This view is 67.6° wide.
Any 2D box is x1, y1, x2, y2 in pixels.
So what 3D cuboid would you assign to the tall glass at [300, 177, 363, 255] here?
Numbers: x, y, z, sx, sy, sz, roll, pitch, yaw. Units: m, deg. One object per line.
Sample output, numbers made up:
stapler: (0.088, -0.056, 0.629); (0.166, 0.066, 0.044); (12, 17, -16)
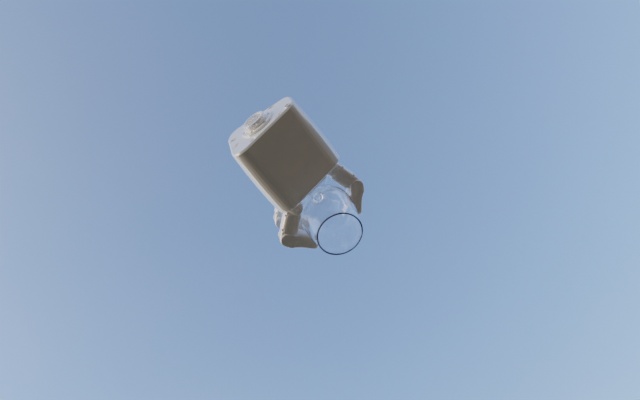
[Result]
tall glass: (0.000, 0.002, 0.693); (0.079, 0.079, 0.201); (0, 25, -16)
